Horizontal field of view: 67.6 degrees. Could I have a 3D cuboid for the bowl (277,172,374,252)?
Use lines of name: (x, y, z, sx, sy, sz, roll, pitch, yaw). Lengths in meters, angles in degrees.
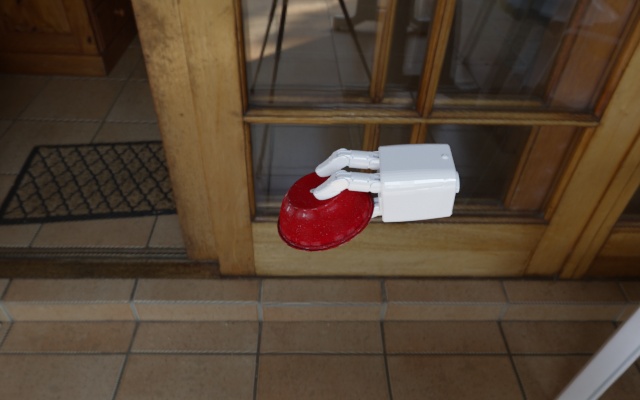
bowl: (-0.001, 0.003, 0.746, 0.162, 0.055, 0.162, -13, 39, 11)
